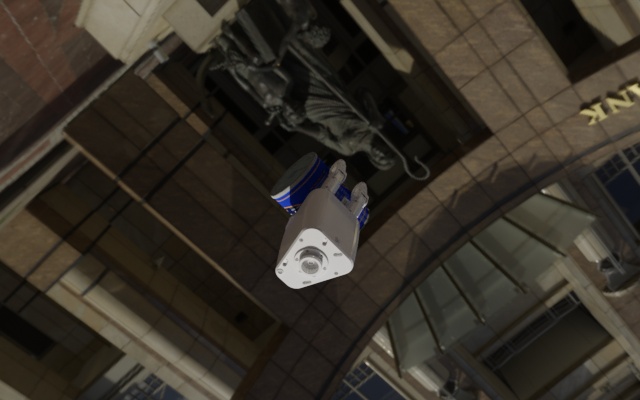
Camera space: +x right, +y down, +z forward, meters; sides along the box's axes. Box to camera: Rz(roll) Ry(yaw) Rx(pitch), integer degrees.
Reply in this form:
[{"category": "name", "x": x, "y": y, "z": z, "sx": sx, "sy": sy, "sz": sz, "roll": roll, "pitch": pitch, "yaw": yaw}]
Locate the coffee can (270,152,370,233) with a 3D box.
[{"category": "coffee can", "x": 0.000, "y": 0.002, "z": 0.810, "sx": 0.140, "sy": 0.103, "sz": 0.103, "roll": 45, "pitch": -16, "yaw": -17}]
